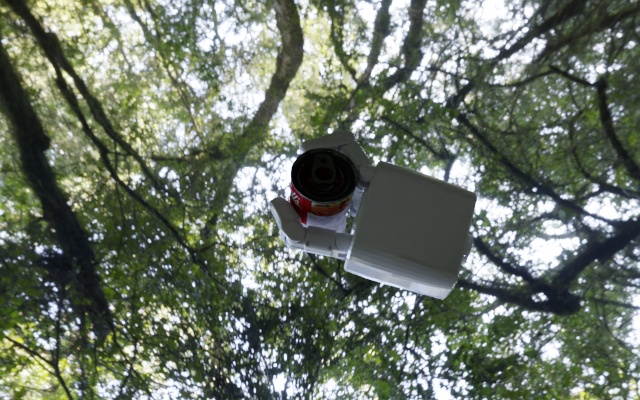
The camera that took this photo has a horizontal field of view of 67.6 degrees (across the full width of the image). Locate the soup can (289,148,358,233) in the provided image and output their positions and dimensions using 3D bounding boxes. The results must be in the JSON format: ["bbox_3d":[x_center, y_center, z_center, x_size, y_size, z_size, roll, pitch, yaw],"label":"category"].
[{"bbox_3d":[0.000,0.002,0.514,0.068,0.068,0.102,0,-33,-5],"label":"soup can"}]
